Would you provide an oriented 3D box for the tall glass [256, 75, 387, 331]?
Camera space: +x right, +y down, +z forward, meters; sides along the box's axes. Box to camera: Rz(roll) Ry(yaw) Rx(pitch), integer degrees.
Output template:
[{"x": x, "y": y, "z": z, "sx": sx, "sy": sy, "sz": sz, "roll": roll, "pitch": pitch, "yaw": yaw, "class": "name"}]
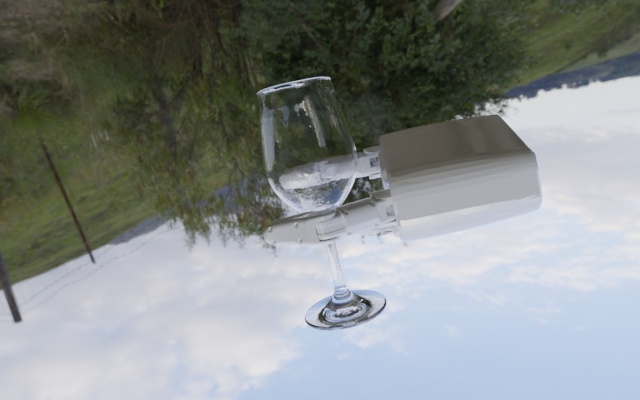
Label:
[{"x": 0.000, "y": 0.002, "z": 0.404, "sx": 0.079, "sy": 0.201, "sz": 0.079, "roll": -13, "pitch": 11, "yaw": 2, "class": "tall glass"}]
